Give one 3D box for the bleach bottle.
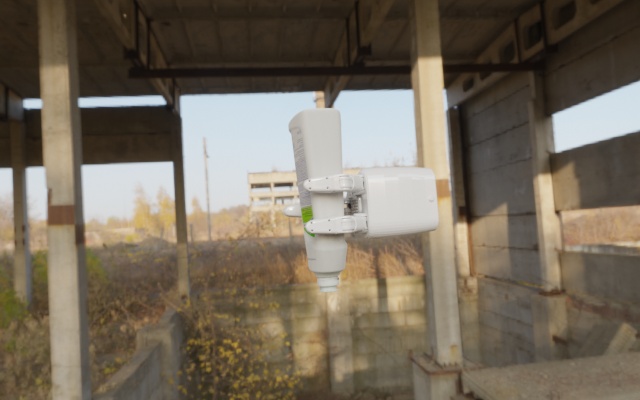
[{"bbox_3d":[0.000,0.002,0.683,0.068,0.251,0.102,-4,-3,-14],"label":"bleach bottle"}]
